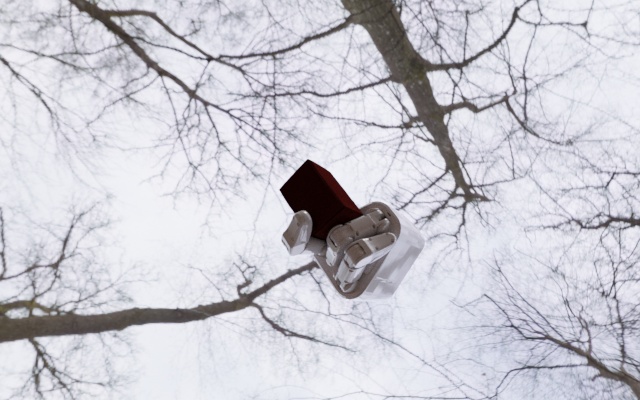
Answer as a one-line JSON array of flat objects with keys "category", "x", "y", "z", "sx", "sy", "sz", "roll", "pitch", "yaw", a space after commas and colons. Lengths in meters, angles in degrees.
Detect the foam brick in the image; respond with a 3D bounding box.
[{"category": "foam brick", "x": 0.000, "y": 0.002, "z": 0.550, "sx": 0.053, "sy": 0.078, "sz": 0.051, "roll": -44, "pitch": -30, "yaw": 15}]
